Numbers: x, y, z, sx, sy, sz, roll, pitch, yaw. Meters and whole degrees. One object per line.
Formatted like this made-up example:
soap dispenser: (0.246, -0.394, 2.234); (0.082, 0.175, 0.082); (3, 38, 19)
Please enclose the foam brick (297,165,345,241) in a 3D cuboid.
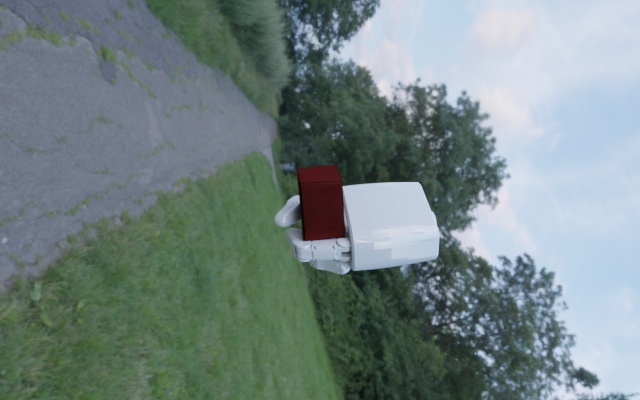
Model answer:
foam brick: (0.000, 0.002, 0.579); (0.051, 0.078, 0.053); (-5, 26, -2)
